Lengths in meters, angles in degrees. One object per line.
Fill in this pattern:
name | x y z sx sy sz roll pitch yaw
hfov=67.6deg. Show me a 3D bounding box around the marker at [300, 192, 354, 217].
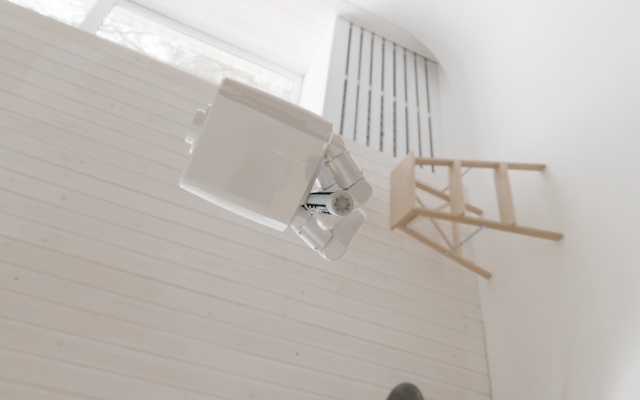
marker | 0.000 0.001 0.420 0.020 0.020 0.121 0 2 -16
